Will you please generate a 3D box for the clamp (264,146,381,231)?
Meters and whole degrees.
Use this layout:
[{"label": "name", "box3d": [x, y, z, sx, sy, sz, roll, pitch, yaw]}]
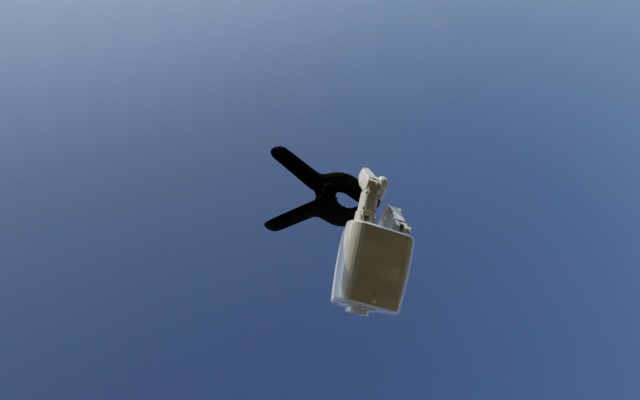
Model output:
[{"label": "clamp", "box3d": [0.000, 0.002, 0.665, 0.171, 0.120, 0.039, 18, -17, -14]}]
